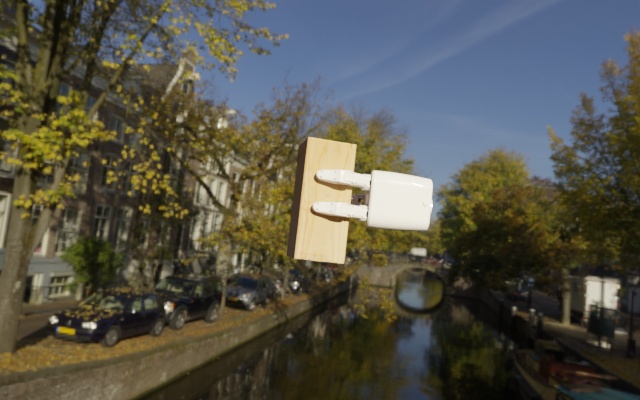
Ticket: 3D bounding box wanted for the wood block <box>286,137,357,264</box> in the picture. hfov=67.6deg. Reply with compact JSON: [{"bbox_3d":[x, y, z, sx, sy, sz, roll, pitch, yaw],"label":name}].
[{"bbox_3d":[0.000,0.003,0.848,0.090,0.206,0.091,7,-5,-12],"label":"wood block"}]
